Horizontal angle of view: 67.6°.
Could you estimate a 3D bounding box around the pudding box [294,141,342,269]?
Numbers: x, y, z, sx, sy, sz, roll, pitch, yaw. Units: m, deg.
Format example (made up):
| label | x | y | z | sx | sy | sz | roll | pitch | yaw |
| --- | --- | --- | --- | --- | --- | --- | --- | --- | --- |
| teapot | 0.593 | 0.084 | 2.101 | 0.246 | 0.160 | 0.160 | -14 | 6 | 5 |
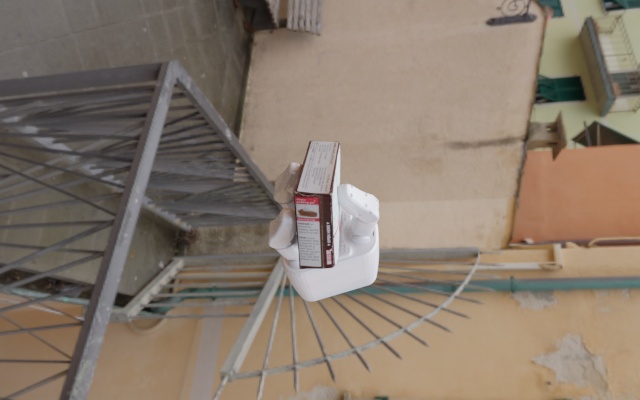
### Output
| label | x | y | z | sx | sy | sz | roll | pitch | yaw |
| --- | --- | --- | --- | --- | --- | --- | --- | --- | --- |
| pudding box | 0.000 | 0.002 | 0.490 | 0.039 | 0.090 | 0.113 | 0 | 32 | 5 |
